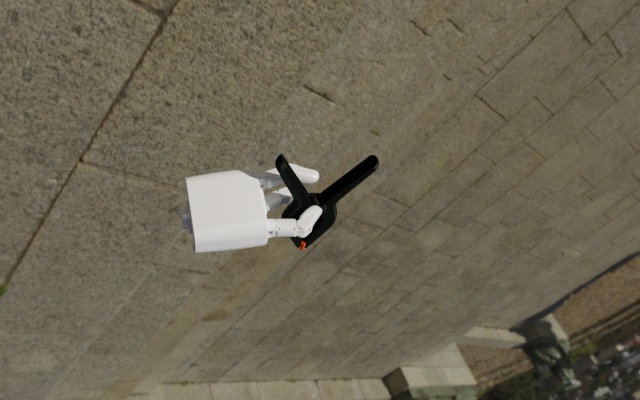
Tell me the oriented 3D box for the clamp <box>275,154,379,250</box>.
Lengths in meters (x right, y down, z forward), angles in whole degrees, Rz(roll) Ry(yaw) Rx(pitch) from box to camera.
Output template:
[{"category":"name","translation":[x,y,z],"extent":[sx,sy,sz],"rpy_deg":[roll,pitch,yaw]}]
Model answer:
[{"category":"clamp","translation":[0.000,0.004,0.768],"extent":[0.164,0.036,0.210],"rpy_deg":[-6,-42,-17]}]
